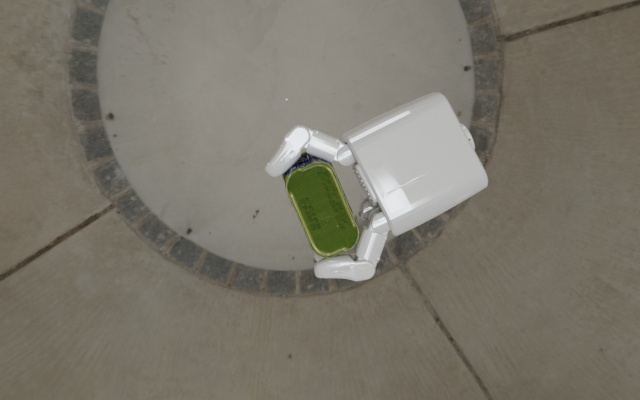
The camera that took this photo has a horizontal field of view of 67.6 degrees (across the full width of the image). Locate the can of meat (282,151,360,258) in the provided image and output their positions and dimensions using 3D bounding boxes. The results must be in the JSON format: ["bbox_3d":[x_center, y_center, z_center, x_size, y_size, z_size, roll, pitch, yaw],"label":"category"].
[{"bbox_3d":[0.000,0.002,0.504,0.057,0.102,0.084,-24,13,1],"label":"can of meat"}]
